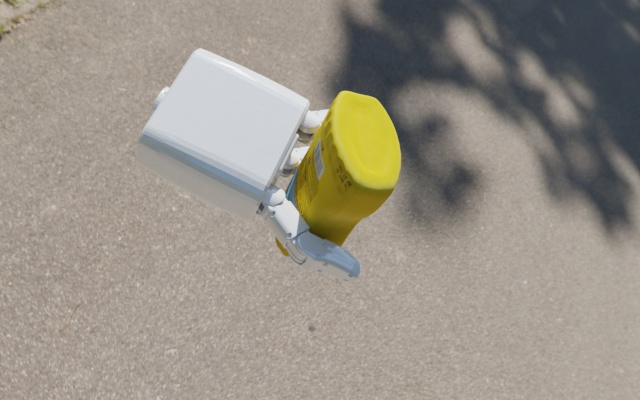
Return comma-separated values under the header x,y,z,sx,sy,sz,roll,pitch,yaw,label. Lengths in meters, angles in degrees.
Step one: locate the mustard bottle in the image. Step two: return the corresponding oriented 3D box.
x,y,z,sx,sy,sz,roll,pitch,yaw,label
0.000,0.001,0.425,0.058,0.096,0.192,6,-34,-22,mustard bottle
